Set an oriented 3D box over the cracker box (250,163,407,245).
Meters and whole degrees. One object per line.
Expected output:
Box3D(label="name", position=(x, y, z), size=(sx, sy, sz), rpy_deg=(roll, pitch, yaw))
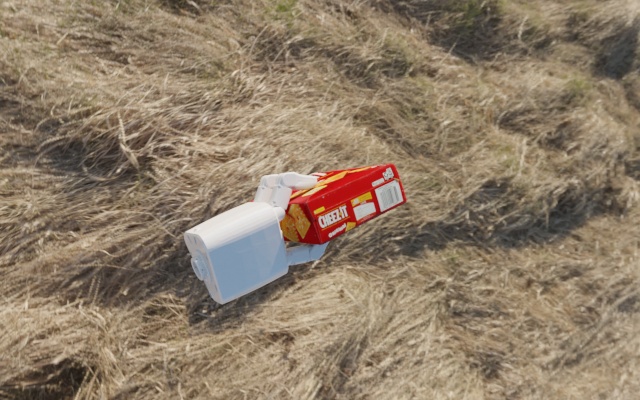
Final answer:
Box3D(label="cracker box", position=(0.000, 0.003, 0.748), size=(0.164, 0.072, 0.213), rpy_deg=(-25, 12, -29))
